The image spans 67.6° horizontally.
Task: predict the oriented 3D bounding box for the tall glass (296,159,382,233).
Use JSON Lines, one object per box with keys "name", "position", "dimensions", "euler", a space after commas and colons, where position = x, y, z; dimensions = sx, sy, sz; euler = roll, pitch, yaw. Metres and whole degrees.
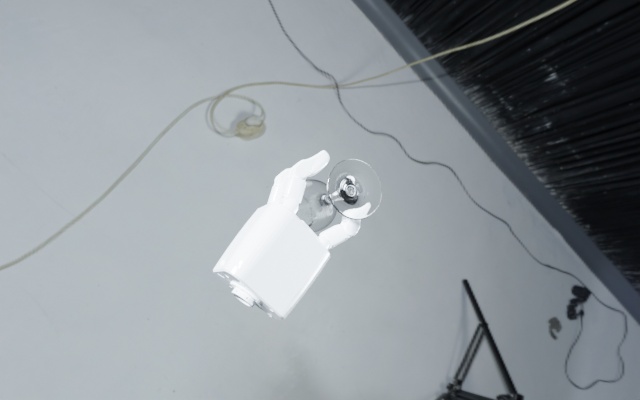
{"name": "tall glass", "position": [0.001, 0.002, 0.660], "dimensions": [0.079, 0.079, 0.201], "euler": [0, -9, -25]}
